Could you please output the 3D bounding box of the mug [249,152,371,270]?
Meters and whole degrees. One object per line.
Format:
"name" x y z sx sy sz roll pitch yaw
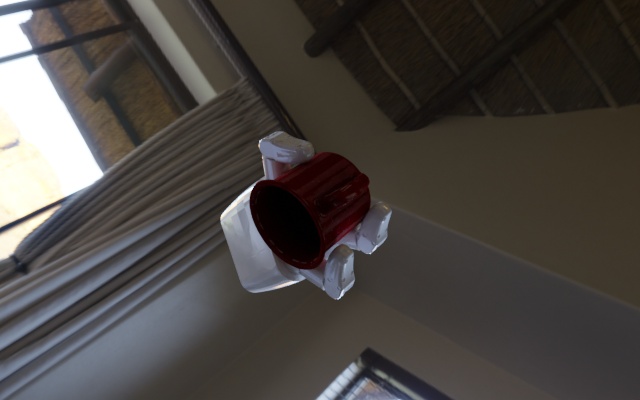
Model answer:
"mug" 0.001 0.001 0.443 0.081 0.093 0.117 -36 4 -38
